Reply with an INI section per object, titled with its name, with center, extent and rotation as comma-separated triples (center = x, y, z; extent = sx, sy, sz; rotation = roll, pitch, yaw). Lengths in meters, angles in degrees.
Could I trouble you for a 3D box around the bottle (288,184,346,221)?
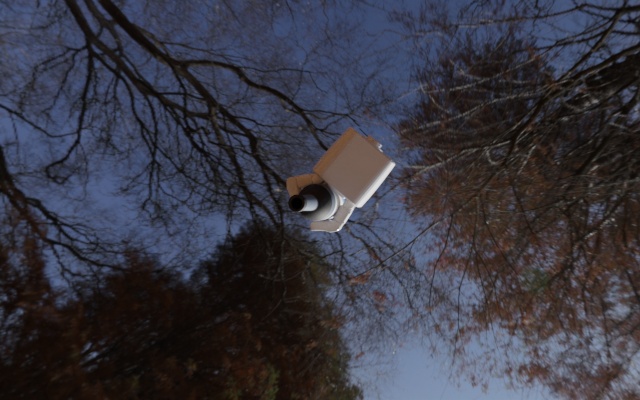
[bottle]
center = 0.000, 0.003, 0.885
extent = 0.069, 0.069, 0.296
rotation = 0, 1, 15
